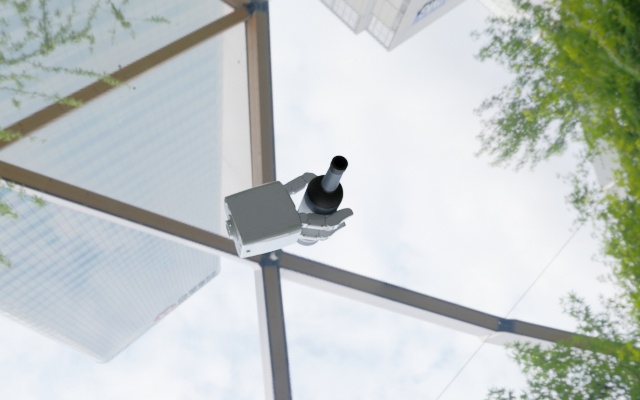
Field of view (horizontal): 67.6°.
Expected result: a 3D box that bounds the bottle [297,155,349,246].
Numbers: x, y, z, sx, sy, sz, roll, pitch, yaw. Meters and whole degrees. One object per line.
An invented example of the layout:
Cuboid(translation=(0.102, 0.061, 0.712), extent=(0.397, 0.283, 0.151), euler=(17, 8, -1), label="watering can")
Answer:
Cuboid(translation=(0.000, 0.003, 0.859), extent=(0.069, 0.069, 0.296), euler=(0, -24, -13), label="bottle")
